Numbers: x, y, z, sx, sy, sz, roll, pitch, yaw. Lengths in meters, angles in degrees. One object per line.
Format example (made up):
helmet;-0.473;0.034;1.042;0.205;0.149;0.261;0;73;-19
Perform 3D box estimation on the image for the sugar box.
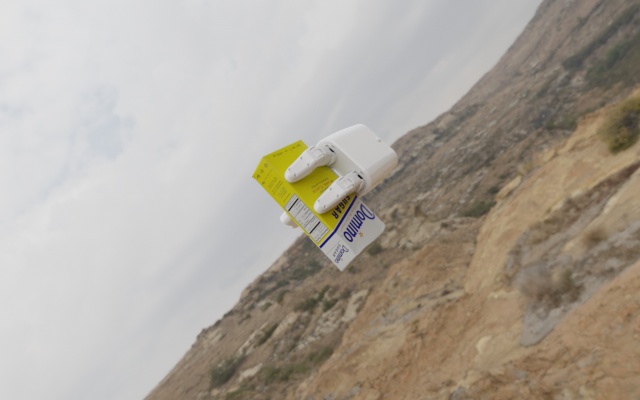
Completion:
sugar box;0.000;0.002;0.640;0.093;0.176;0.048;-35;-15;-51
